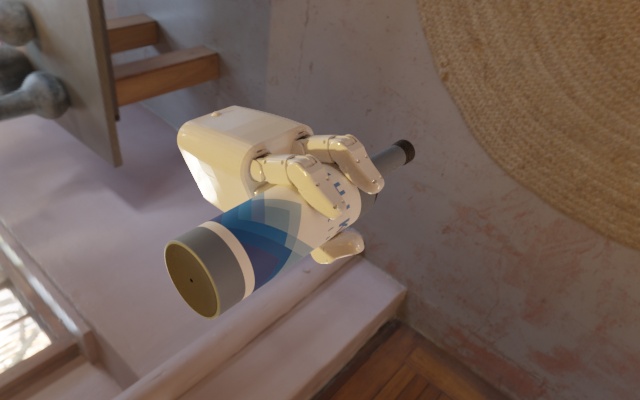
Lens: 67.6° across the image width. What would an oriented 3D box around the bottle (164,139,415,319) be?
[{"bbox_3d":[0.000,0.002,0.447,0.069,0.069,0.295,0,23,45],"label":"bottle"}]
